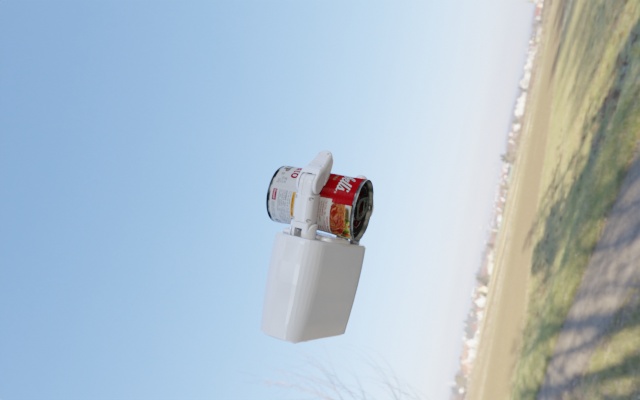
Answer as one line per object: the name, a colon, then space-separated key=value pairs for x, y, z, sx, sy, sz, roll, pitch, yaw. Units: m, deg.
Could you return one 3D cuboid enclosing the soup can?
soup can: x=0.000 y=0.001 z=0.528 sx=0.102 sy=0.068 sz=0.068 roll=12 pitch=4 yaw=21
